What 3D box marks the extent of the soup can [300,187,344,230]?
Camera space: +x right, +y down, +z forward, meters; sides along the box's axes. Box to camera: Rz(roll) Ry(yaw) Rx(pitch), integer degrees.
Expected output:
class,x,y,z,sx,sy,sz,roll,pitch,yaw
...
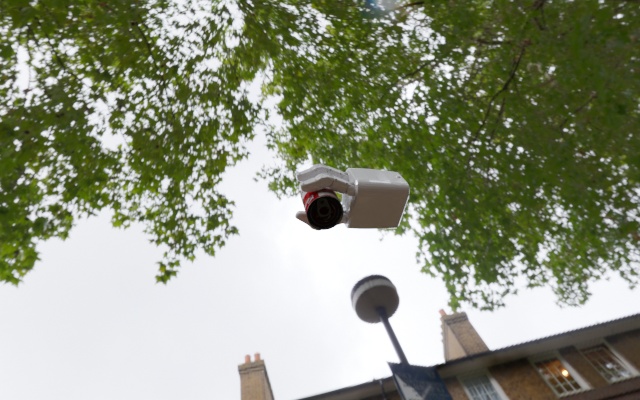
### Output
class,x,y,z,sx,sy,sz,roll,pitch,yaw
soup can,0.000,0.003,0.899,0.068,0.068,0.102,0,23,-10
